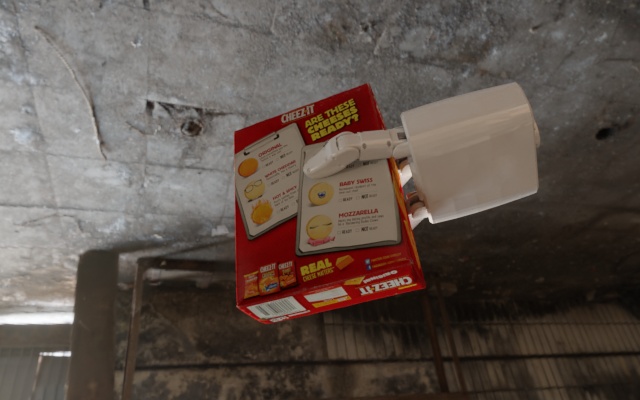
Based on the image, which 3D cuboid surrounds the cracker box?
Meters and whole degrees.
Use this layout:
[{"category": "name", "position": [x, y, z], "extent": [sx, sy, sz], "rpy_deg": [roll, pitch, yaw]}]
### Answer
[{"category": "cracker box", "position": [0.000, 0.002, 0.487], "extent": [0.164, 0.213, 0.072], "rpy_deg": [-17, -35, 13]}]
